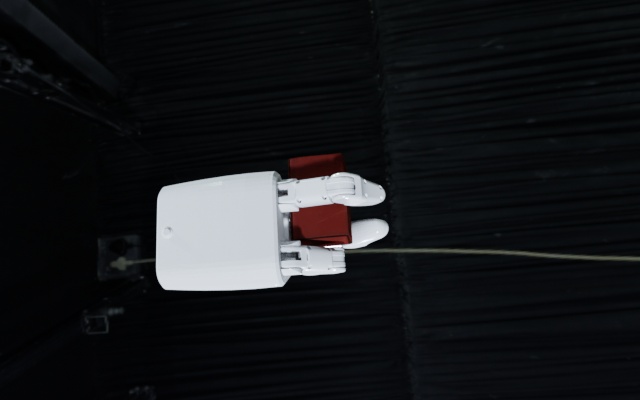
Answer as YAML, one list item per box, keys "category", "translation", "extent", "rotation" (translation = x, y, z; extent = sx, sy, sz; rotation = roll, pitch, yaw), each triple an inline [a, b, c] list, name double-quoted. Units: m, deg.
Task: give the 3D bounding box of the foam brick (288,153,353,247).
- category: "foam brick"
  translation: [0.000, 0.001, 0.443]
  extent: [0.051, 0.078, 0.053]
  rotation: [-5, -14, 7]
